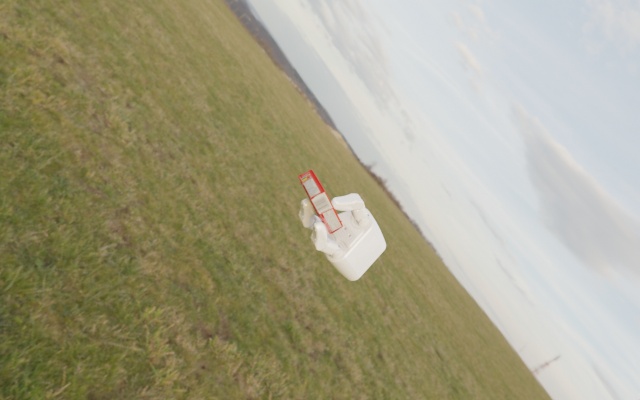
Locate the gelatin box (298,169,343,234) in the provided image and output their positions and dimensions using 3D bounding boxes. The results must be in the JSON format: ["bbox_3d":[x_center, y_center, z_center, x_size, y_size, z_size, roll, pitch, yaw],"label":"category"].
[{"bbox_3d":[0.000,0.002,0.805,0.030,0.089,0.073,-28,39,0],"label":"gelatin box"}]
